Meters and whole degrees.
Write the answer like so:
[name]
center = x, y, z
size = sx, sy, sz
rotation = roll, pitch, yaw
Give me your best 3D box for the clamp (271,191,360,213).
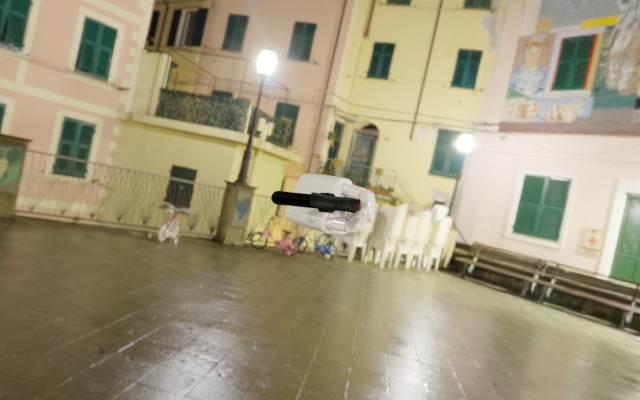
[clamp]
center = 0.000, 0.002, 0.855
size = 0.120, 0.039, 0.171
rotation = 12, 0, 41
